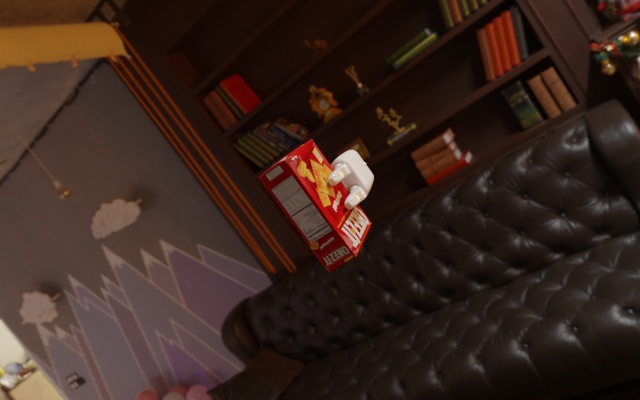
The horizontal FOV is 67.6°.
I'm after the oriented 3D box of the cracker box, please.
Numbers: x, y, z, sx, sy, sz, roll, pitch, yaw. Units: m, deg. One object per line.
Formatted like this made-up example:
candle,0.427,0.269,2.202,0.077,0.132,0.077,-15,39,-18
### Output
cracker box,0.000,0.003,0.895,0.072,0.214,0.164,-34,7,24
